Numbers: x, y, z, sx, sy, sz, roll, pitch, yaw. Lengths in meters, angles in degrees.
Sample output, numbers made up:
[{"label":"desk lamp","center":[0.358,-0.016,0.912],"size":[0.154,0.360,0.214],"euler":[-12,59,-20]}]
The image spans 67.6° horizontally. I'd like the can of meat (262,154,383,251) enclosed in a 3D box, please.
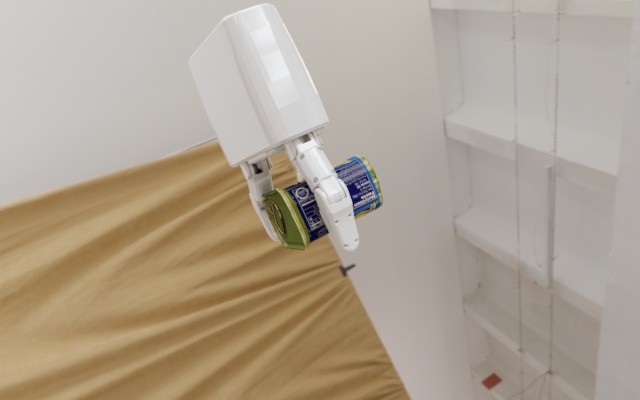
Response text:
[{"label":"can of meat","center":[0.000,0.001,0.443],"size":[0.084,0.057,0.102],"euler":[-26,3,-17]}]
